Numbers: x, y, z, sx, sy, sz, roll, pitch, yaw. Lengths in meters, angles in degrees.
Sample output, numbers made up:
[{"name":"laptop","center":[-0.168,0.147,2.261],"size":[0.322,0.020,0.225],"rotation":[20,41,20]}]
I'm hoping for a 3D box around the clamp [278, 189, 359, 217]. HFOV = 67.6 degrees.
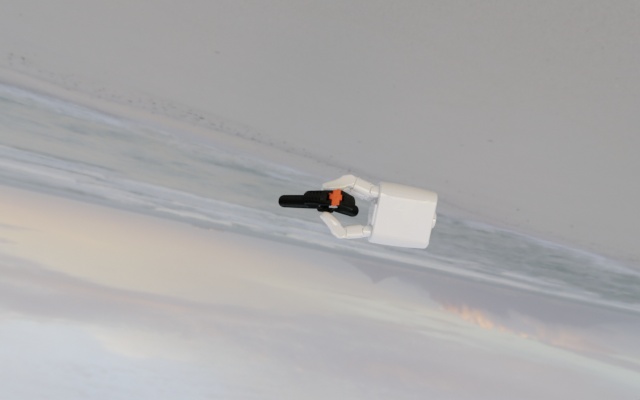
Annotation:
[{"name":"clamp","center":[0.000,0.004,0.884],"size":[0.164,0.036,0.210],"rotation":[6,-6,-2]}]
